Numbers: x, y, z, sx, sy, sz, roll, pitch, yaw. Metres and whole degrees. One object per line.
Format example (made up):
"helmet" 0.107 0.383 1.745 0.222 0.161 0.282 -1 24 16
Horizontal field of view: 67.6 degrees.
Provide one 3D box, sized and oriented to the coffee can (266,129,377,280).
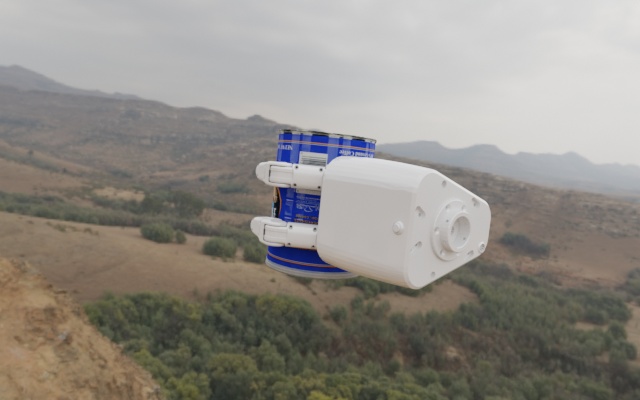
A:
"coffee can" 0.000 0.002 0.501 0.103 0.140 0.103 6 5 0
